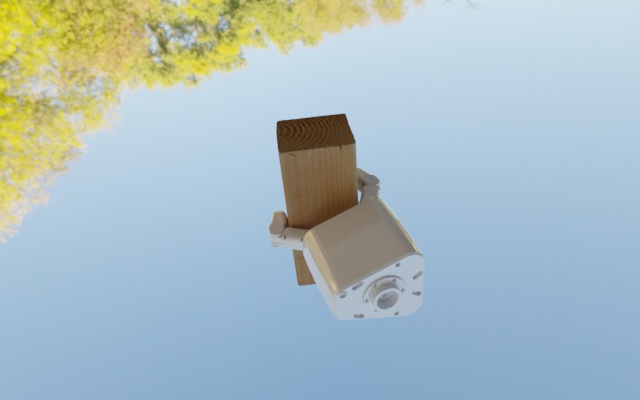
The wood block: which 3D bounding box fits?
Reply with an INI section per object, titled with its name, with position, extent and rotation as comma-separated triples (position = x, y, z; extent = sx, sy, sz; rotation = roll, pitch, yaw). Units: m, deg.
[wood block]
position = 0.000, 0.002, 0.625
extent = 0.091, 0.206, 0.090
rotation = -7, 34, -3
